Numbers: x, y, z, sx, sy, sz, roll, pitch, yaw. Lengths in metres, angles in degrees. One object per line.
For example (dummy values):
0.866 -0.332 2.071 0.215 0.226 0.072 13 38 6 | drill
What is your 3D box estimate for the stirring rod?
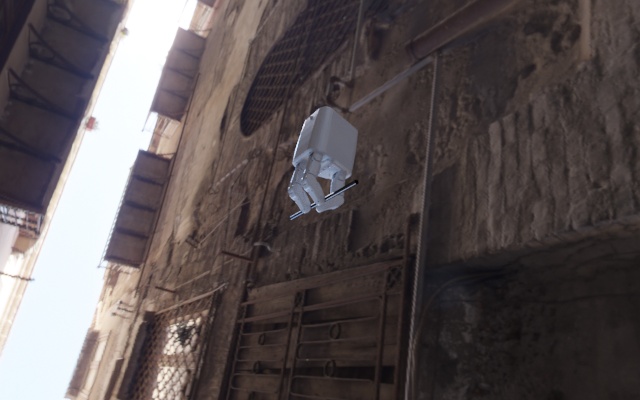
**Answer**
0.000 0.003 0.892 0.011 0.011 0.239 0 -16 -31 | stirring rod
